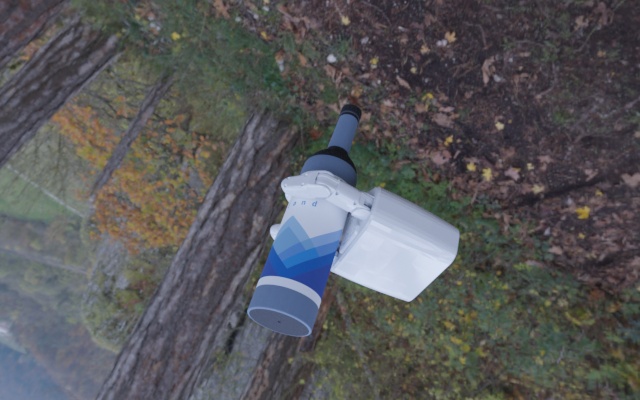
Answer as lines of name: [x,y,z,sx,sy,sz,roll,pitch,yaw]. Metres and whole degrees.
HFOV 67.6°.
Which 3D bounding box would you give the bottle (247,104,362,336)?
bottle: [0.000,0.002,0.544,0.069,0.295,0.069,13,-32,9]
